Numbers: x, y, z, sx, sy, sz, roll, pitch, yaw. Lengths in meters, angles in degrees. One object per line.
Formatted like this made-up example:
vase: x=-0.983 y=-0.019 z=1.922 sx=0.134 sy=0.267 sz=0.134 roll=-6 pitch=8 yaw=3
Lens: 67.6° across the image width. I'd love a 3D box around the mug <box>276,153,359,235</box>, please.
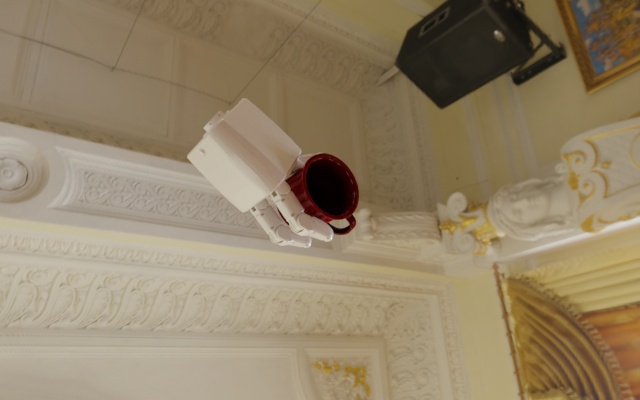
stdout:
mug: x=0.001 y=0.003 z=0.658 sx=0.081 sy=0.117 sz=0.093 roll=-29 pitch=20 yaw=48
